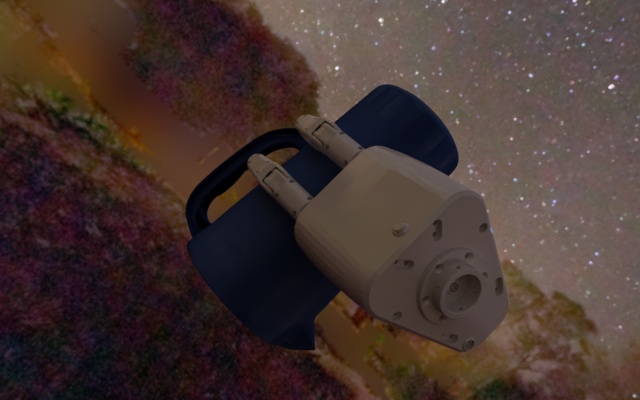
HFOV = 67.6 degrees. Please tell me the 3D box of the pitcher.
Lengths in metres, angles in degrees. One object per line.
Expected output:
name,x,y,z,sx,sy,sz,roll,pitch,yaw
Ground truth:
pitcher,0.000,0.002,0.448,0.149,0.243,0.145,49,-5,-28
